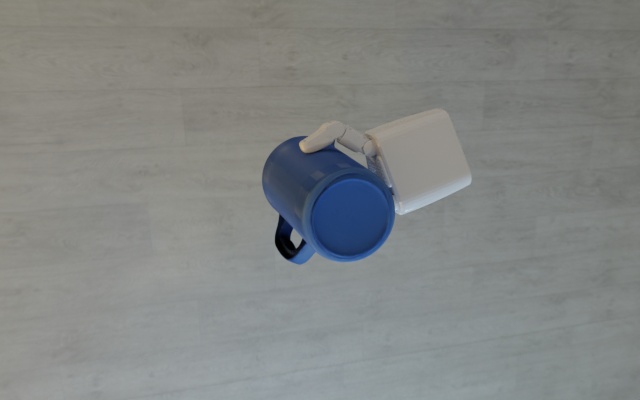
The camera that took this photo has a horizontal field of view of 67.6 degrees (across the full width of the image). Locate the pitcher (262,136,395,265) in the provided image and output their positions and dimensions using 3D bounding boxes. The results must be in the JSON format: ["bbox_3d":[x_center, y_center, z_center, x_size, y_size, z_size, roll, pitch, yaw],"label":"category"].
[{"bbox_3d":[0.000,0.002,0.626,0.145,0.149,0.242,-21,17,-9],"label":"pitcher"}]
